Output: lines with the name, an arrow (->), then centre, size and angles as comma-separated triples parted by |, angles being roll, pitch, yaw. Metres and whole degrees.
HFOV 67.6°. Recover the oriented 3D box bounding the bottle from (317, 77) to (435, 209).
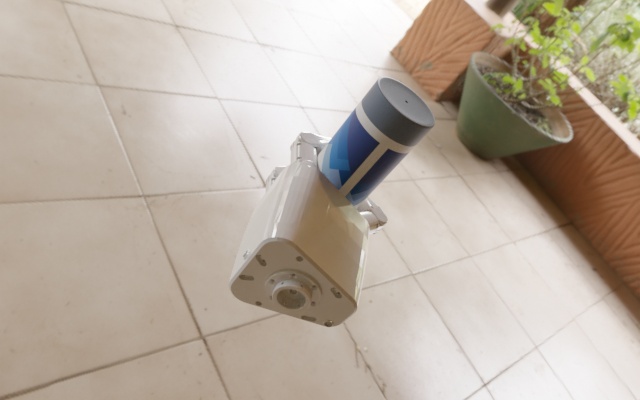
bottle -> 0.000, 0.001, 0.516 | 0.069, 0.069, 0.296 | 0, -38, -43
